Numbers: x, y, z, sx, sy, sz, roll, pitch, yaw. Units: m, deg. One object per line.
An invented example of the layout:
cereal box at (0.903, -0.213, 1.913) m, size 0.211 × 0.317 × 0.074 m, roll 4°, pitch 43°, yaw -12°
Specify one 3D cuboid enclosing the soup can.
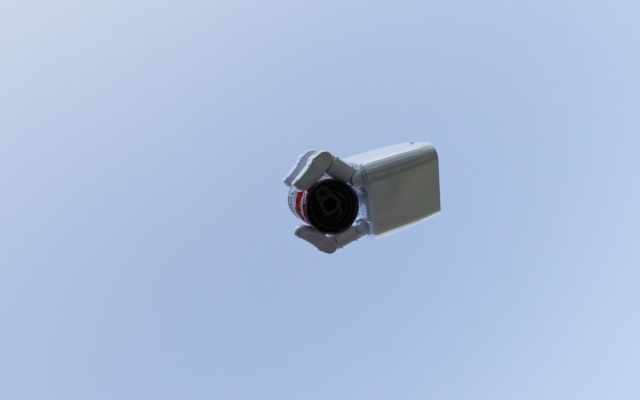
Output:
soup can at (0.000, 0.002, 0.621) m, size 0.068 × 0.068 × 0.102 m, roll 0°, pitch 7°, yaw -17°
